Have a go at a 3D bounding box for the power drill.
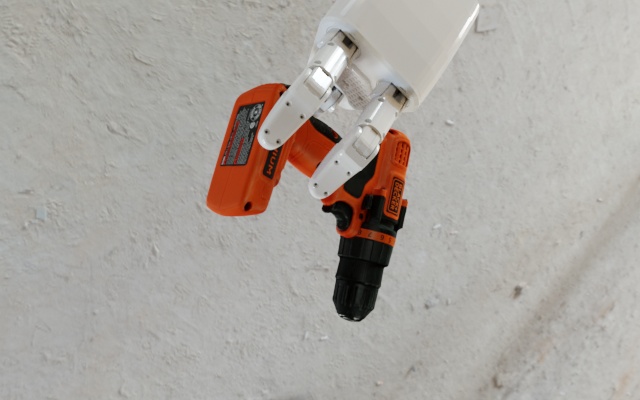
[{"bbox_3d":[0.000,0.001,0.405,0.057,0.184,0.188,1,-17,45],"label":"power drill"}]
